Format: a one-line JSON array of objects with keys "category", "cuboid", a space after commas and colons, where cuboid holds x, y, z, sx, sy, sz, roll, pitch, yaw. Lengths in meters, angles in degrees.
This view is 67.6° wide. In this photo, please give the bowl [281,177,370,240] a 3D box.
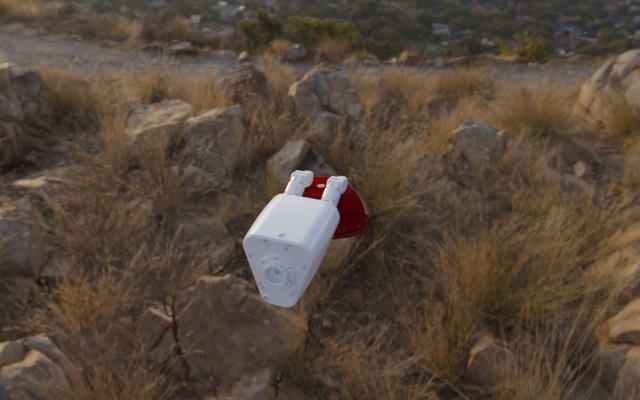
[{"category": "bowl", "cuboid": [0.000, 0.002, 0.745, 0.162, 0.055, 0.162, 4, 20, -2]}]
